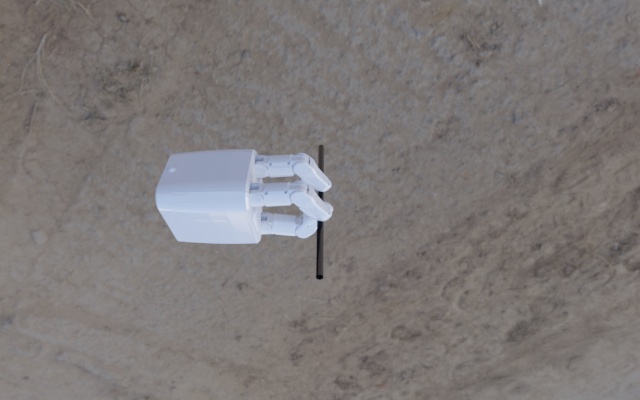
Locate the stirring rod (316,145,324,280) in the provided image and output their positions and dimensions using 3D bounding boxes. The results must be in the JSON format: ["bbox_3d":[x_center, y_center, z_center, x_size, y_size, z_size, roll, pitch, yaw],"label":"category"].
[{"bbox_3d":[0.000,0.002,0.591,0.011,0.011,0.239,0,41,1],"label":"stirring rod"}]
